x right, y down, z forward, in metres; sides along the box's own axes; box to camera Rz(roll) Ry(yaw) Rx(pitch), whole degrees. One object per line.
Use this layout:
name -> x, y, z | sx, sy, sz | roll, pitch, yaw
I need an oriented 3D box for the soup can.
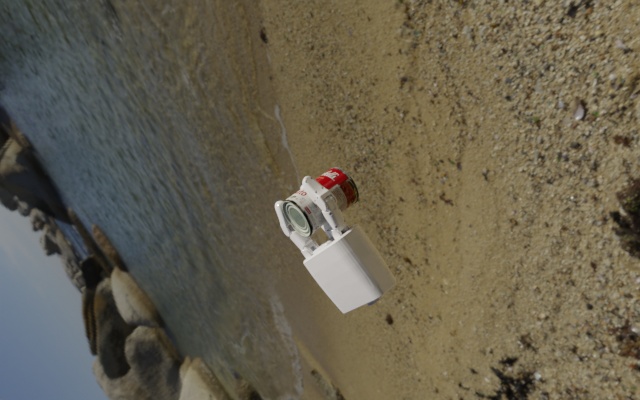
soup can -> 0.000, 0.002, 0.740 | 0.102, 0.068, 0.068 | -35, 18, -27
